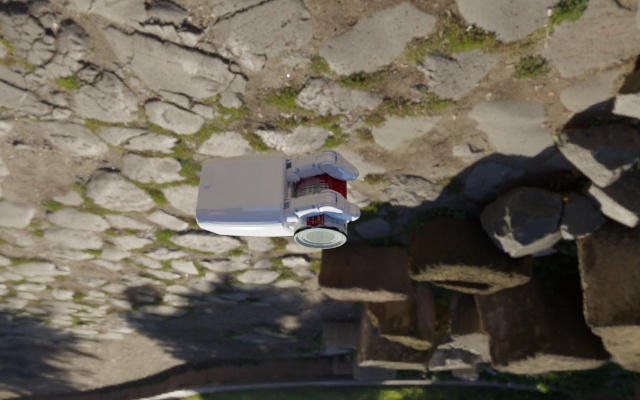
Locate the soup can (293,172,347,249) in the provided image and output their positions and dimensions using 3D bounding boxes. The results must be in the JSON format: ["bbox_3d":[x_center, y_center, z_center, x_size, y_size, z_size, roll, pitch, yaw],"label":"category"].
[{"bbox_3d":[0.001,0.002,0.605,0.068,0.102,0.068,1,-27,0],"label":"soup can"}]
